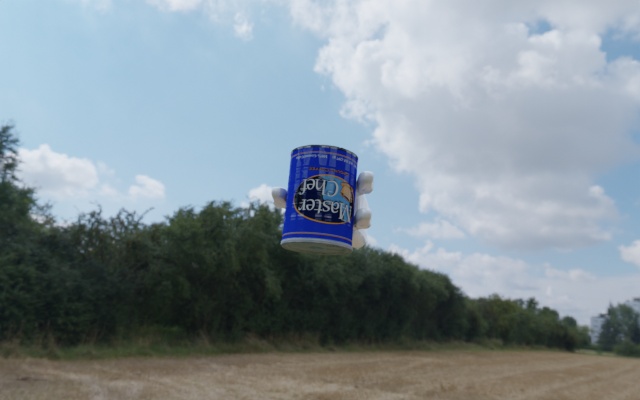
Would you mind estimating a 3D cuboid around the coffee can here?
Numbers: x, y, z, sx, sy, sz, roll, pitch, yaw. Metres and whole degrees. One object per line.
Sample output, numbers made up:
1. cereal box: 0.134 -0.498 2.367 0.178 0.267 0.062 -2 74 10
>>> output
1. coffee can: 0.000 0.002 0.696 0.103 0.140 0.103 5 -14 1
